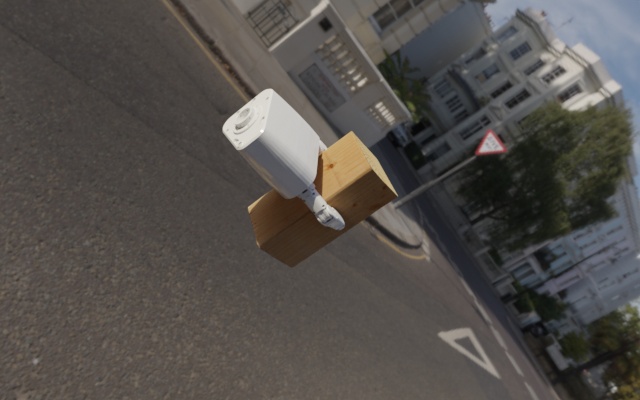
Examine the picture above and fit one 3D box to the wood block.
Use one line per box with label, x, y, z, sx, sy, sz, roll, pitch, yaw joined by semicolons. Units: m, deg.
wood block;0.000;0.002;0.740;0.206;0.090;0.090;-35;-43;14
